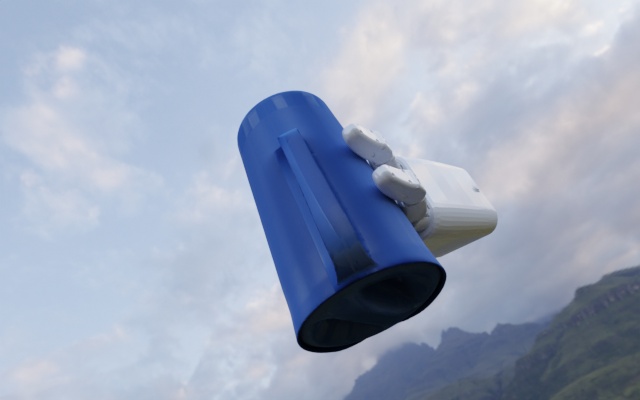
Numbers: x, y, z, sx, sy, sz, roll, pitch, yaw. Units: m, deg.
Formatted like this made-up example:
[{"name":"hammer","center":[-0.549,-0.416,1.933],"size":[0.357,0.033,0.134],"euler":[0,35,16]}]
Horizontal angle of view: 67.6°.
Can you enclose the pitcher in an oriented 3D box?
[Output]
[{"name":"pitcher","center":[0.000,0.002,0.446],"size":[0.145,0.242,0.149],"euler":[3,-44,-35]}]
